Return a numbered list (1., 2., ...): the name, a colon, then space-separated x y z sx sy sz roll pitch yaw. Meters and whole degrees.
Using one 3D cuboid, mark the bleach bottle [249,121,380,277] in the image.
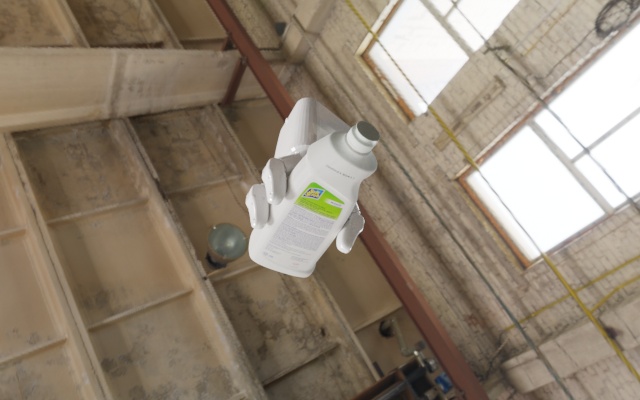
1. bleach bottle: 0.000 0.002 0.584 0.102 0.068 0.251 19 -44 -20
